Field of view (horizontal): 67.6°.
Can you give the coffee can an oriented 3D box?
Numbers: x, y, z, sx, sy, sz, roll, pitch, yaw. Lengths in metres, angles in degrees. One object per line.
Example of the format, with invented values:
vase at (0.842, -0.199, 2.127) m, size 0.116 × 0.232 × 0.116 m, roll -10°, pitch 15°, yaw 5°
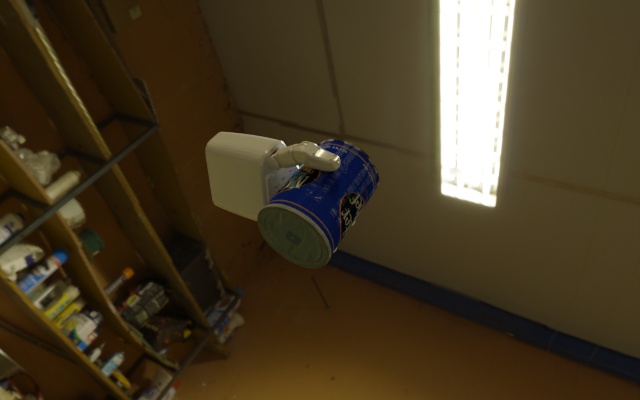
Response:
coffee can at (0.000, 0.002, 0.616) m, size 0.103 × 0.103 × 0.140 m, roll 0°, pitch 40°, yaw 41°
